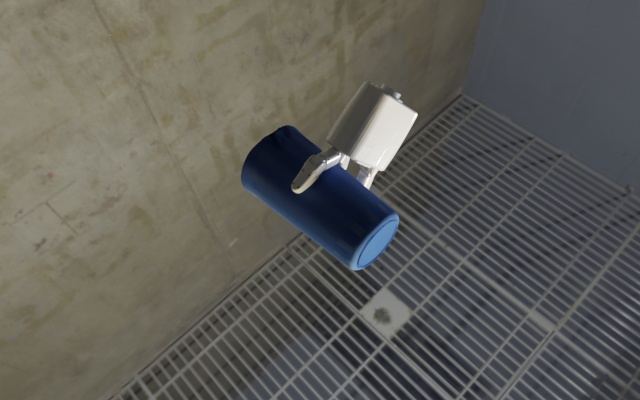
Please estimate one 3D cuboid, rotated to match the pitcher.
[{"bbox_3d":[0.000,0.002,0.760,0.242,0.145,0.149,39,17,25],"label":"pitcher"}]
